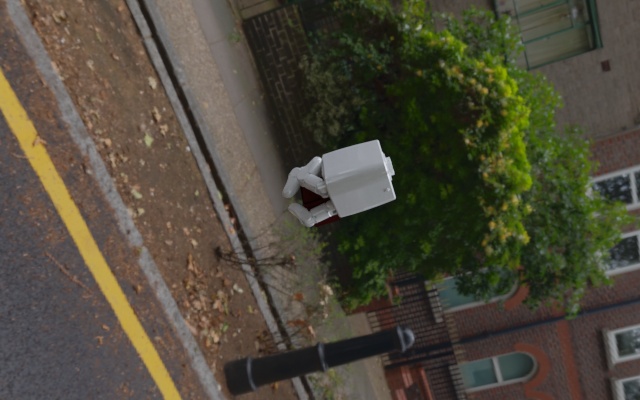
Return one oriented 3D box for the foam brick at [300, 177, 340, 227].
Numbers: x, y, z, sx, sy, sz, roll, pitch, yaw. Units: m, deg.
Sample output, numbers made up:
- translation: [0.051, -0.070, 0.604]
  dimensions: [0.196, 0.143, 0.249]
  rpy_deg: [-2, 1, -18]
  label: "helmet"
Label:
- translation: [0.000, 0.003, 0.888]
  dimensions: [0.051, 0.053, 0.078]
  rpy_deg: [-17, -39, 8]
  label: "foam brick"
